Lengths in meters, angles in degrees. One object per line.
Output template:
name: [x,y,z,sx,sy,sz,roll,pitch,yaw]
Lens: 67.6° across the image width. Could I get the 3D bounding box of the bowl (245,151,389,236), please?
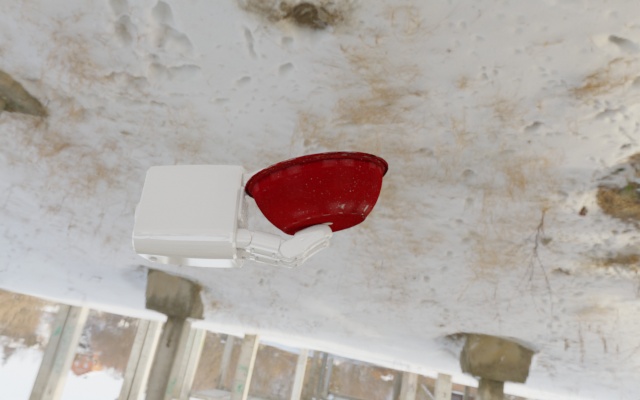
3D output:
bowl: [0.001,0.002,0.526,0.162,0.055,0.162,-9,-16,-3]
